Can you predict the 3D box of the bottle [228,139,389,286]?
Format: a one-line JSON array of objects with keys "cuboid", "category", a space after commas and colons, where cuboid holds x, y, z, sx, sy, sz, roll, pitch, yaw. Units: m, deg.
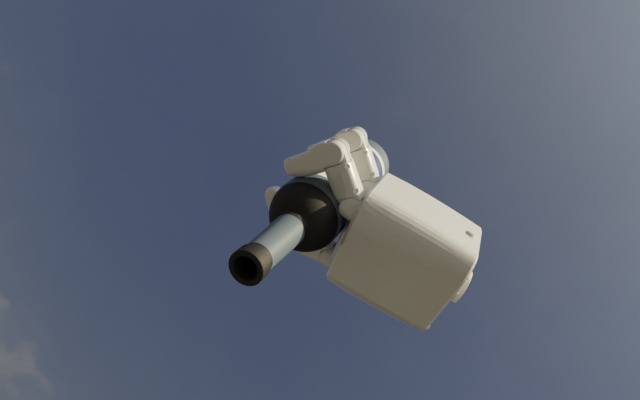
[{"cuboid": [0.000, 0.001, 0.456, 0.069, 0.069, 0.295, 0, 18, 22], "category": "bottle"}]
